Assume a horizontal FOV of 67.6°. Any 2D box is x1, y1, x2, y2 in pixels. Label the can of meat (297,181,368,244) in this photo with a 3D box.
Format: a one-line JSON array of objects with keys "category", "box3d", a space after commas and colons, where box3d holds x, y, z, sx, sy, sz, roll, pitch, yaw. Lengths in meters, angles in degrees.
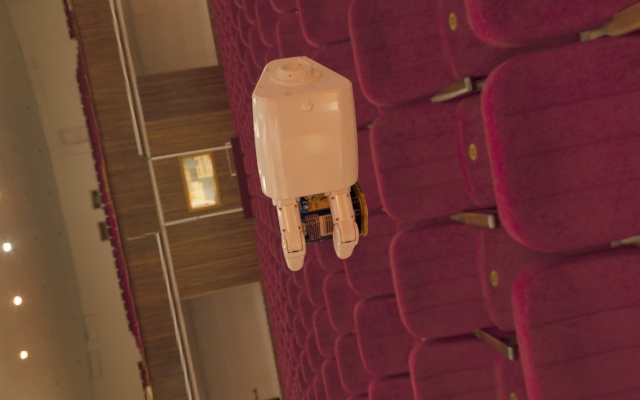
[{"category": "can of meat", "box3d": [0.000, 0.002, 0.551, 0.084, 0.057, 0.102, -10, 39, -8]}]
